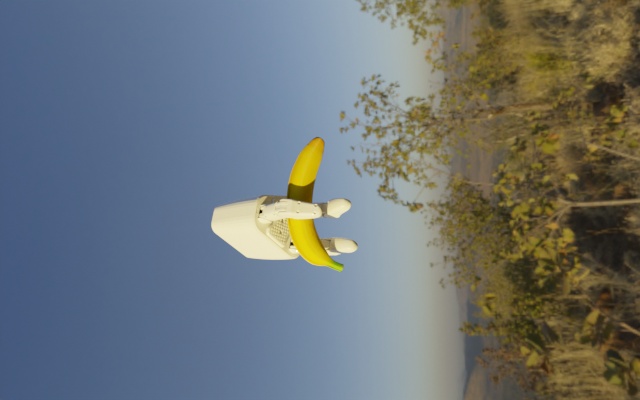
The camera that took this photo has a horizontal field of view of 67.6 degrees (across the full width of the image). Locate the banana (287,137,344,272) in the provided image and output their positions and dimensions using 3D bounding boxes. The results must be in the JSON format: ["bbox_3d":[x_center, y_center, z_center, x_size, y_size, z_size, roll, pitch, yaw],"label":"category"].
[{"bbox_3d":[-0.016,0.007,0.683,0.069,0.198,0.037,-6,-5,-24],"label":"banana"}]
